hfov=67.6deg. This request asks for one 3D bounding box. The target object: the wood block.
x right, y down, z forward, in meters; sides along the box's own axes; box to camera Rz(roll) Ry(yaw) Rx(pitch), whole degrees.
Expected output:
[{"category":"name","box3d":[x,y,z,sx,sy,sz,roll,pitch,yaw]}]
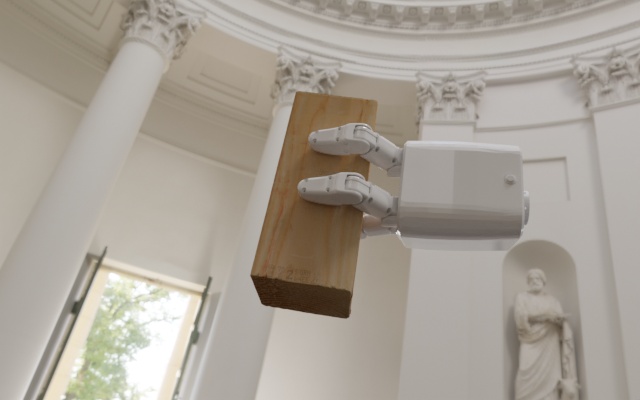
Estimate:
[{"category":"wood block","box3d":[0.001,0.002,0.484,0.090,0.206,0.091,8,-29,6]}]
